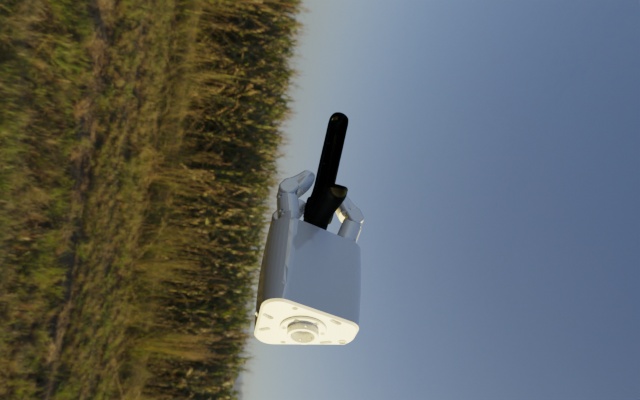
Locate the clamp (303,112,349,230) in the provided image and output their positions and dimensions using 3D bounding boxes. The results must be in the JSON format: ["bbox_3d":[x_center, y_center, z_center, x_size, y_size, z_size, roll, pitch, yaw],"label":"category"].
[{"bbox_3d":[0.001,0.003,0.611,0.036,0.164,0.210,13,-45,-6],"label":"clamp"}]
